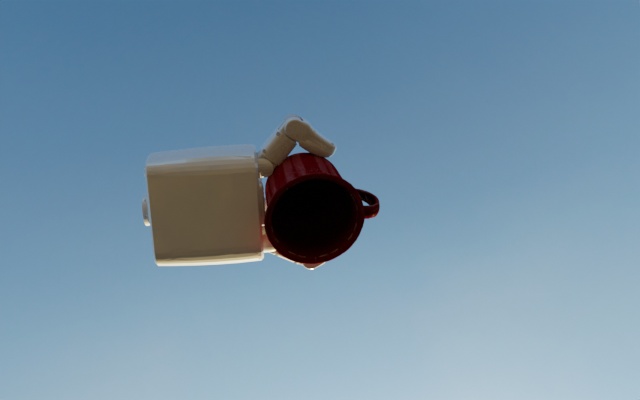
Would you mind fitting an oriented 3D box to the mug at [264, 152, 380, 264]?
[{"bbox_3d":[0.001,0.001,0.473,0.117,0.093,0.081,-3,25,-10],"label":"mug"}]
